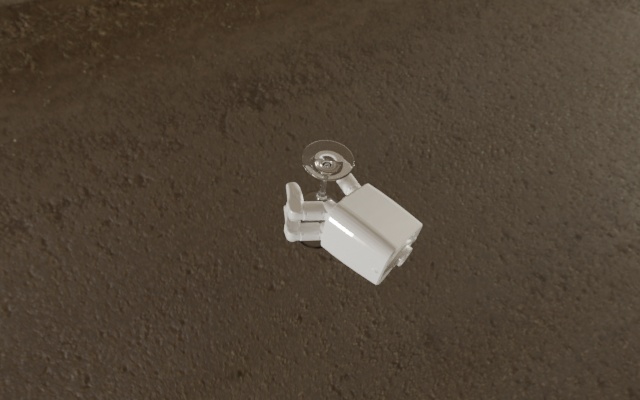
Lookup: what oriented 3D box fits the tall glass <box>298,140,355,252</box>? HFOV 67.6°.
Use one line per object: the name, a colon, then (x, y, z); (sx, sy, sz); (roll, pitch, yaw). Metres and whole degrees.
tall glass: (0.000, 0.002, 0.740); (0.079, 0.079, 0.201); (0, -36, -8)
